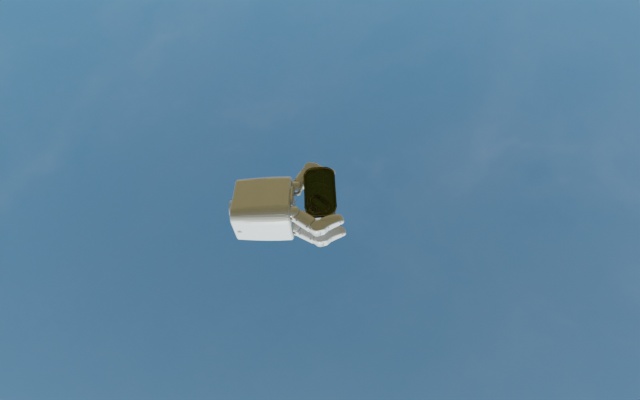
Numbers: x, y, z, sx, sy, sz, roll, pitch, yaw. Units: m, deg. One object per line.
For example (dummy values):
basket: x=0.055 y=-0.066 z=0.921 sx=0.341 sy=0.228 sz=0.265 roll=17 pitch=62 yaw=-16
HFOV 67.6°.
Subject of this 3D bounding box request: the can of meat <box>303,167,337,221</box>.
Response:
can of meat: x=0.000 y=0.003 z=0.887 sx=0.057 sy=0.102 sz=0.084 roll=-3 pitch=-30 yaw=0
